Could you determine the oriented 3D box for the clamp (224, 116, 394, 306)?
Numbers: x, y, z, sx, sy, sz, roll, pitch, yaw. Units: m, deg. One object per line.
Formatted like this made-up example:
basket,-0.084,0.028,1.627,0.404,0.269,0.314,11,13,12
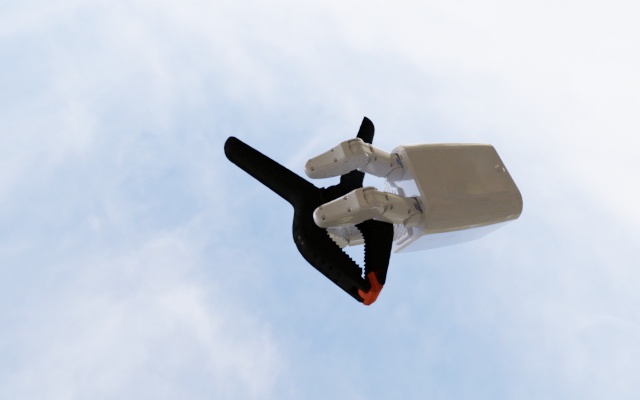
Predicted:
clamp,0.000,0.002,0.454,0.164,0.209,0.036,-6,-35,-14
